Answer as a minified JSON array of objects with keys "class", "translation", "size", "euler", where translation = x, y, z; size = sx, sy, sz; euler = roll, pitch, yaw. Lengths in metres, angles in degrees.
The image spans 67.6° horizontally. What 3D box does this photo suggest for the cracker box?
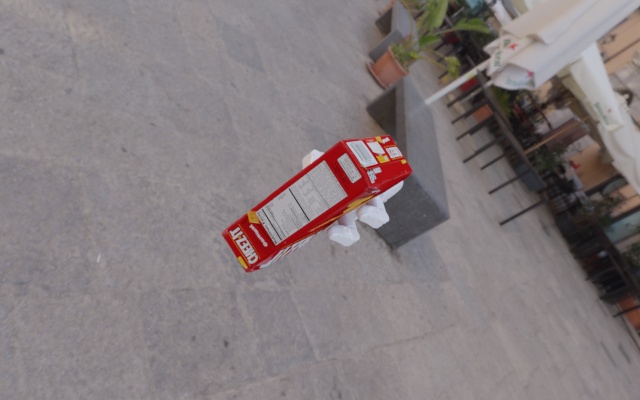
[{"class":"cracker box","translation":[0.000,0.002,0.635],"size":[0.214,0.072,0.164],"euler":[-36,-8,27]}]
